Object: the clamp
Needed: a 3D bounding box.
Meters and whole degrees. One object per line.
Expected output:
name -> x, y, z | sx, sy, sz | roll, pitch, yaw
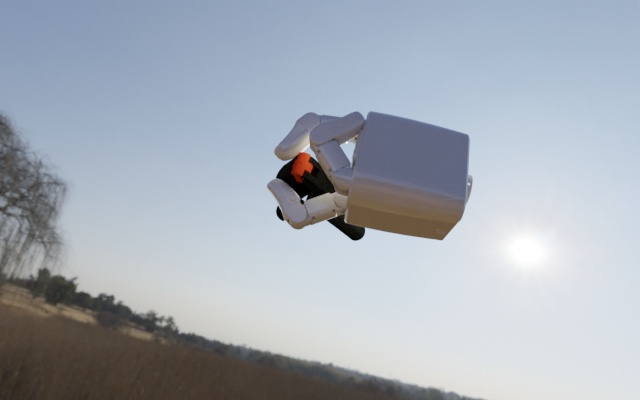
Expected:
clamp -> 0.000, 0.001, 0.559 | 0.120, 0.039, 0.171 | 12, -20, 4
